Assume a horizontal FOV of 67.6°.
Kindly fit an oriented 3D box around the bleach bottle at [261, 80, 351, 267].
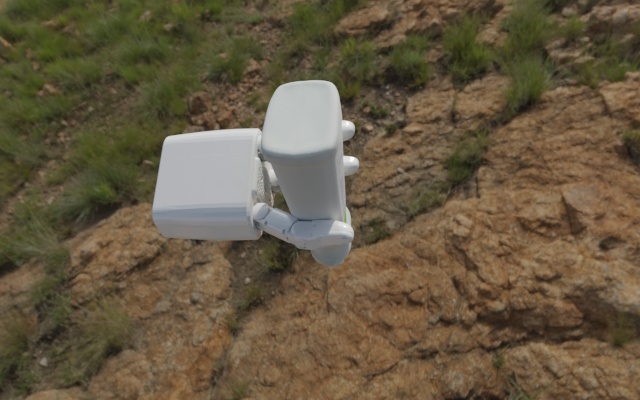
[{"bbox_3d":[0.000,0.002,0.509,0.068,0.102,0.251,-2,-39,9],"label":"bleach bottle"}]
